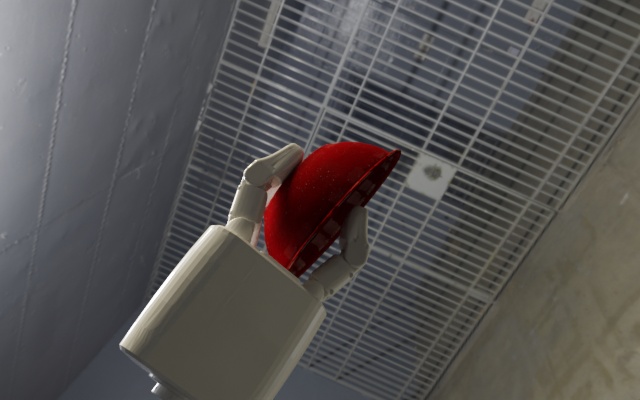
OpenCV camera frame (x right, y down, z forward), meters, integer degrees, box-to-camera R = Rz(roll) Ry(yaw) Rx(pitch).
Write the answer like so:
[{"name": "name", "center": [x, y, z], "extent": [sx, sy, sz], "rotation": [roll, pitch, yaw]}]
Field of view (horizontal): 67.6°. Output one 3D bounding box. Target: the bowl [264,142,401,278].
[{"name": "bowl", "center": [0.001, 0.000, 0.431], "extent": [0.055, 0.162, 0.162], "rotation": [42, 8, 10]}]
